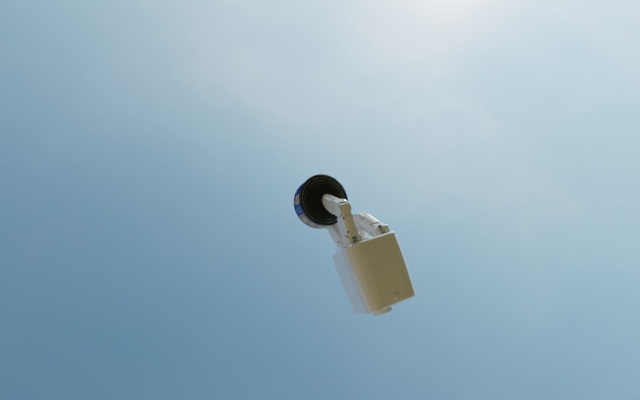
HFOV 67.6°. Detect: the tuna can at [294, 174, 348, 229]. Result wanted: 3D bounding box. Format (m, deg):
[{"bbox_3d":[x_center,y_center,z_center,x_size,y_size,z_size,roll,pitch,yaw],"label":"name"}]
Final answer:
[{"bbox_3d":[0.000,0.003,0.783,0.086,0.086,0.034,0,-14,-24],"label":"tuna can"}]
